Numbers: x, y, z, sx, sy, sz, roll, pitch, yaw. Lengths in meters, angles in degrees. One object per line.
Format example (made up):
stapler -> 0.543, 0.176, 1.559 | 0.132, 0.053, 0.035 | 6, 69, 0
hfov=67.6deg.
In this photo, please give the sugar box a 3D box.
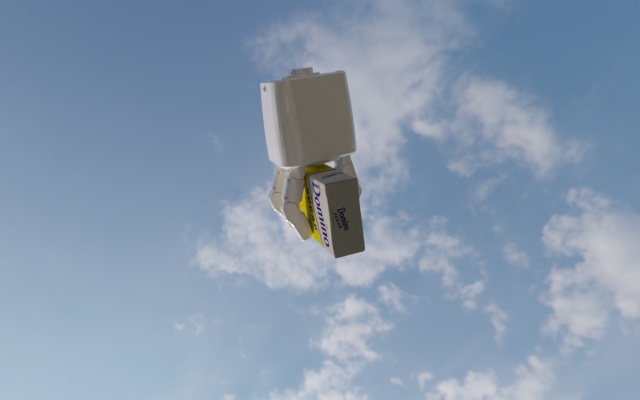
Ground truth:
sugar box -> 0.000, 0.002, 0.623 | 0.048, 0.093, 0.176 | -12, 16, -14
